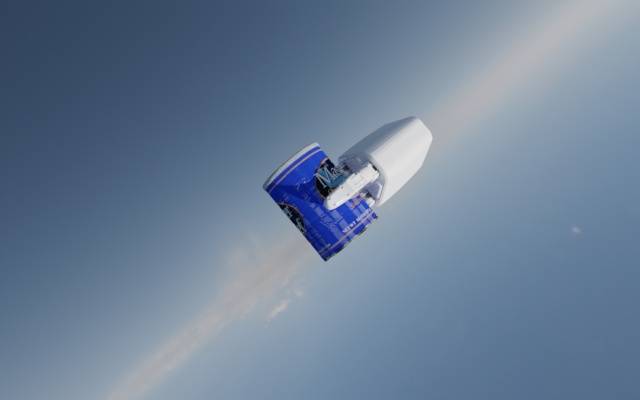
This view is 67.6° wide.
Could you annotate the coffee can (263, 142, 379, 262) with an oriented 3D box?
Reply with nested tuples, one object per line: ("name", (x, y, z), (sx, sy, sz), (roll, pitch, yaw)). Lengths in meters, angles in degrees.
("coffee can", (0.000, 0.002, 0.689), (0.103, 0.140, 0.103), (-40, -3, -2))
